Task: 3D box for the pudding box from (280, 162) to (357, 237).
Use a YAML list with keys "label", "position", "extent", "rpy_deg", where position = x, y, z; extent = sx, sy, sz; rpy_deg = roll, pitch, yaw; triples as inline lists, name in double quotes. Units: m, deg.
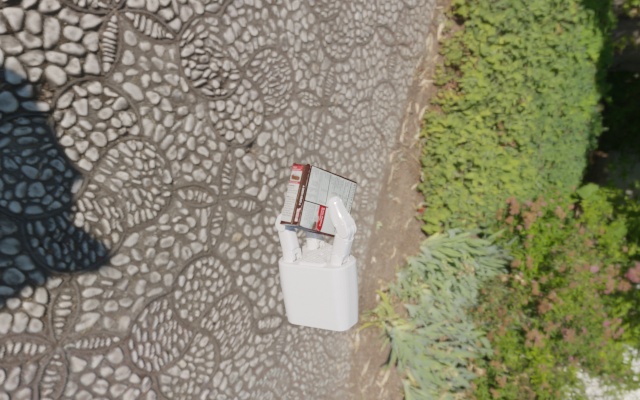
- label: "pudding box"
  position: [0.000, 0.002, 0.689]
  extent: [0.039, 0.090, 0.113]
  rpy_deg: [7, -8, 40]
